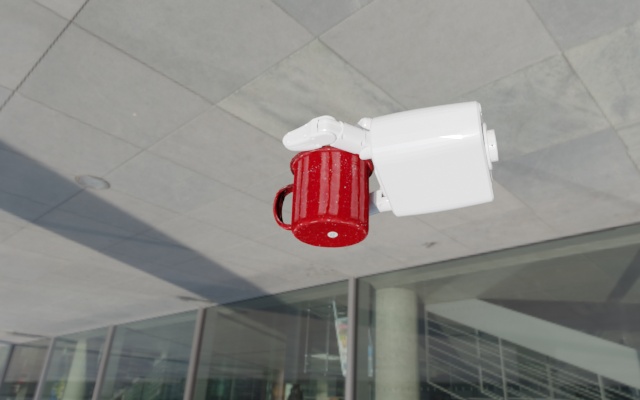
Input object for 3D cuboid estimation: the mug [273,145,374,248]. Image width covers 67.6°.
[{"bbox_3d":[-0.001,0.002,0.515,0.117,0.081,0.093,-9,-28,22],"label":"mug"}]
